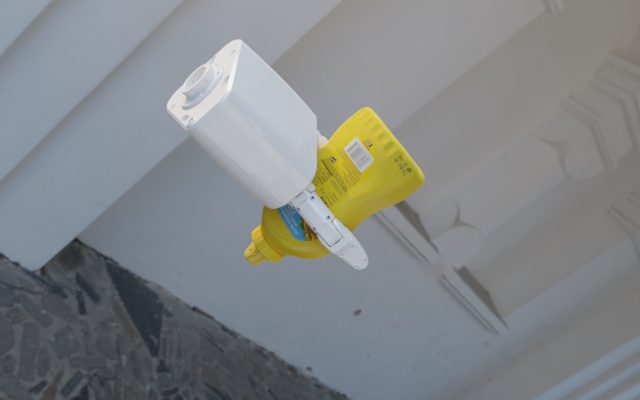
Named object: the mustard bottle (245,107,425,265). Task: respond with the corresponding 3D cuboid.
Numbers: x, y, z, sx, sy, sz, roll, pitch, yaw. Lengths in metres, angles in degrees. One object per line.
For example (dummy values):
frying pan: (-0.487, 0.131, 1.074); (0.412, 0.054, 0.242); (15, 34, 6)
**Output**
mustard bottle: (0.000, 0.002, 0.473); (0.191, 0.096, 0.058); (-39, -29, 11)
